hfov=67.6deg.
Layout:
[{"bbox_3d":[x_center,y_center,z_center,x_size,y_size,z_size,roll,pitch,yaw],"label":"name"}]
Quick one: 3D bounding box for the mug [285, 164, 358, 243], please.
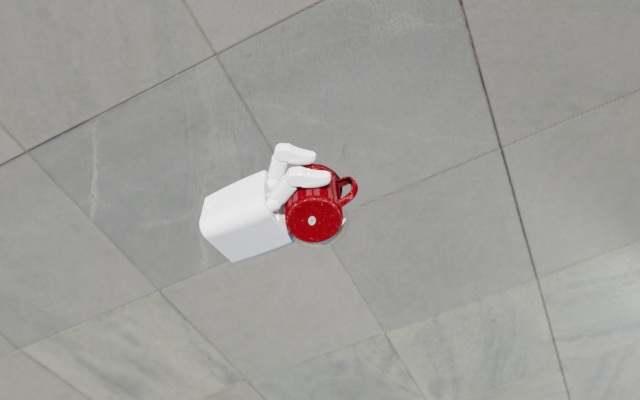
[{"bbox_3d":[0.001,0.002,0.688,0.117,0.093,0.081,-22,33,11],"label":"mug"}]
